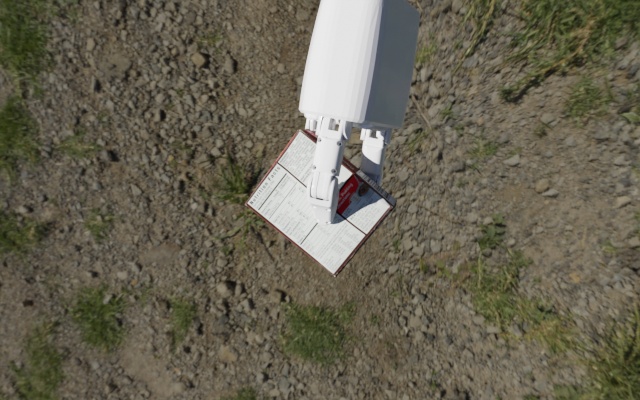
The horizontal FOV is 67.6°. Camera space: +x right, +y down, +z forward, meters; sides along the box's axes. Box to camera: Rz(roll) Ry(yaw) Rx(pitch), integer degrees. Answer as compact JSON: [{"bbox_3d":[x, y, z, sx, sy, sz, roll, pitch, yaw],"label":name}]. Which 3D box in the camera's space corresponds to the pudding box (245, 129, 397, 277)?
[{"bbox_3d":[0.000,0.001,0.448,0.113,0.090,0.039,40,13,5],"label":"pudding box"}]
